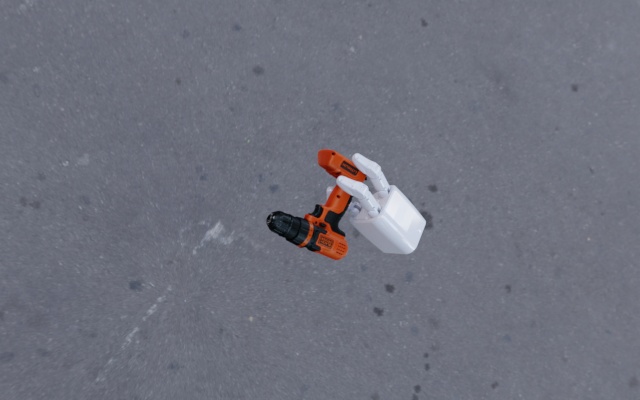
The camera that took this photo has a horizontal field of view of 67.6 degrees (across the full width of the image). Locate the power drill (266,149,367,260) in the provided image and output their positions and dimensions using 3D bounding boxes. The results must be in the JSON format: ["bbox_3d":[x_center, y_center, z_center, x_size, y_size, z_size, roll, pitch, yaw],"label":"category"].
[{"bbox_3d":[0.001,0.003,0.897,0.184,0.187,0.057,28,-10,-36],"label":"power drill"}]
